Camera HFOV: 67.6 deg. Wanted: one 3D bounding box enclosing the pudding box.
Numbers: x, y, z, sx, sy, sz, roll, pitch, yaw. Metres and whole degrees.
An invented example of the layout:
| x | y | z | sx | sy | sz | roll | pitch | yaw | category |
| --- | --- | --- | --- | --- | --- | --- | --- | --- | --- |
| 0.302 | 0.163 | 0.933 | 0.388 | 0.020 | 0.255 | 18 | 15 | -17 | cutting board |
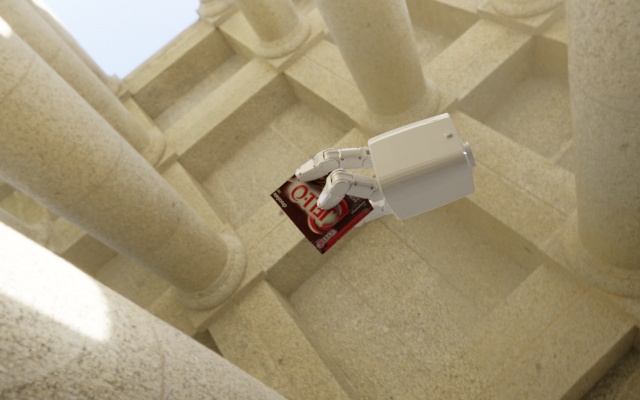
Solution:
| x | y | z | sx | sy | sz | roll | pitch | yaw | category |
| --- | --- | --- | --- | --- | --- | --- | --- | --- | --- |
| 0.000 | 0.002 | 0.621 | 0.113 | 0.090 | 0.039 | 45 | -6 | 43 | pudding box |
